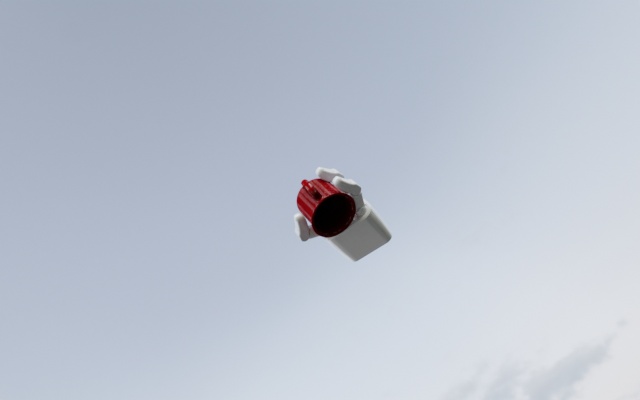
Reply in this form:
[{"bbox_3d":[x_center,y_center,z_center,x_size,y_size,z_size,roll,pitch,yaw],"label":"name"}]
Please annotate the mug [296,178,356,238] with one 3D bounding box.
[{"bbox_3d":[-0.001,0.002,0.889,0.117,0.093,0.081,47,-2,-40],"label":"mug"}]
